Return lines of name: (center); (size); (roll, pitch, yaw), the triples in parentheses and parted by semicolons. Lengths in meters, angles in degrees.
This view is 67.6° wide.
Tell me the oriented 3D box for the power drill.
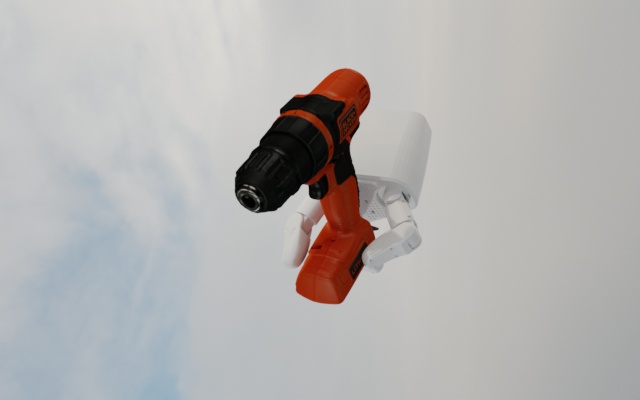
power drill: (0.000, 0.002, 0.417); (0.057, 0.188, 0.184); (13, 42, 24)
